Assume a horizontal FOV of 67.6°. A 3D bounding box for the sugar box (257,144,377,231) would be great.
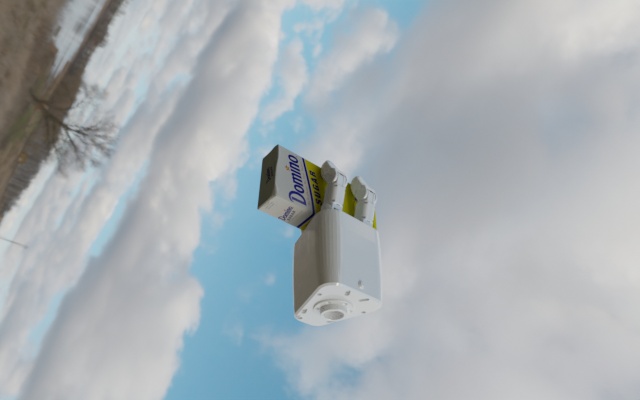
[{"bbox_3d":[0.001,0.002,0.658,0.176,0.093,0.048,28,-48,-30],"label":"sugar box"}]
